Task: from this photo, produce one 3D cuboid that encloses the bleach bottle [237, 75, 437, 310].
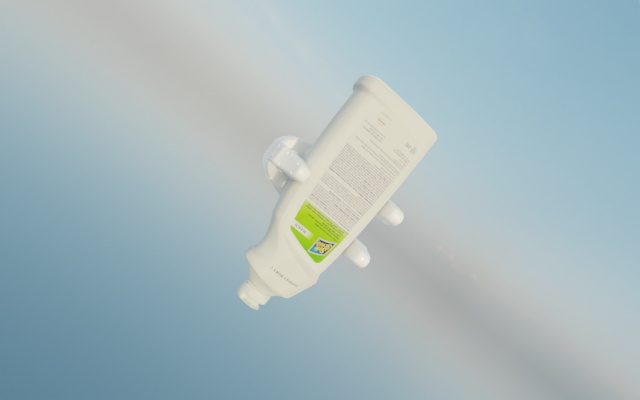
[{"bbox_3d":[0.000,0.002,0.485,0.102,0.251,0.068,40,1,-14],"label":"bleach bottle"}]
